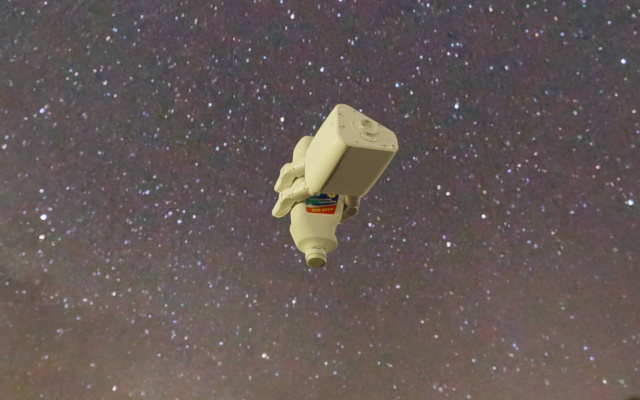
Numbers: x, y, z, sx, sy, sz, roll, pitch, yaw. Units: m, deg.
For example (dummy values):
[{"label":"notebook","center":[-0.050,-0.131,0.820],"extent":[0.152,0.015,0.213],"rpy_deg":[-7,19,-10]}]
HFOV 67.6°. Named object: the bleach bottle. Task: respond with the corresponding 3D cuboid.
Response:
[{"label":"bleach bottle","center":[0.000,0.003,0.802],"extent":[0.102,0.250,0.068],"rpy_deg":[17,-45,-19]}]
